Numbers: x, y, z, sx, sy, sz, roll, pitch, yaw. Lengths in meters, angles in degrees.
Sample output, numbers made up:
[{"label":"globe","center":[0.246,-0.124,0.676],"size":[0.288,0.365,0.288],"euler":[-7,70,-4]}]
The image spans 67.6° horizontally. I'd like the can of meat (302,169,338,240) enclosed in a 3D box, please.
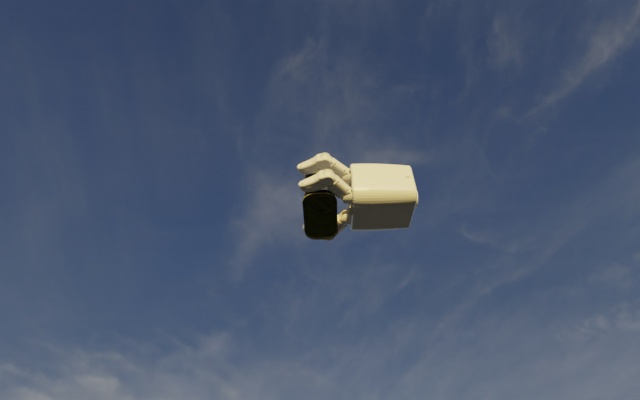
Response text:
[{"label":"can of meat","center":[0.000,0.003,0.833],"size":[0.057,0.102,0.084],"euler":[-2,39,2]}]
